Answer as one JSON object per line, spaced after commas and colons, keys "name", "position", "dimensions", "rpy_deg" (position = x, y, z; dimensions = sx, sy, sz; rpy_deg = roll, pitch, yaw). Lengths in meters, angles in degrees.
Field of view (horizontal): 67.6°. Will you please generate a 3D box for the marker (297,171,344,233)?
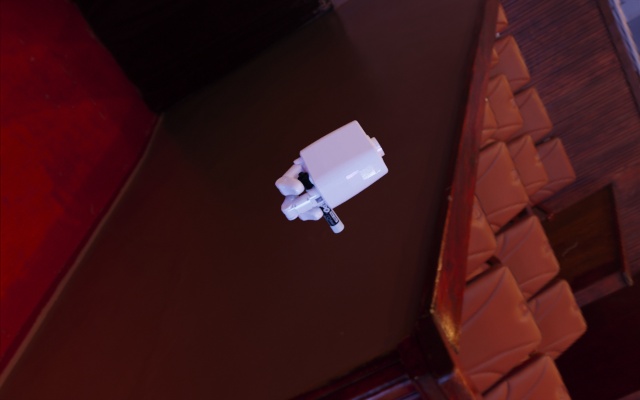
{"name": "marker", "position": [0.000, 0.002, 0.751], "dimensions": [0.020, 0.121, 0.020], "rpy_deg": [-26, 29, 16]}
